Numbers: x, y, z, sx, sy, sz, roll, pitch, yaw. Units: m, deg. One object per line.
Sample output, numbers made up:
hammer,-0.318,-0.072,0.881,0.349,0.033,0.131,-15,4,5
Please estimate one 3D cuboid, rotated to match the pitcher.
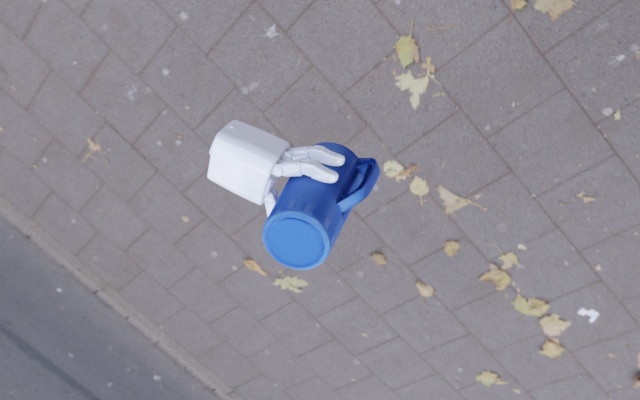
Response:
pitcher,0.000,0.003,0.806,0.145,0.149,0.242,25,33,1
